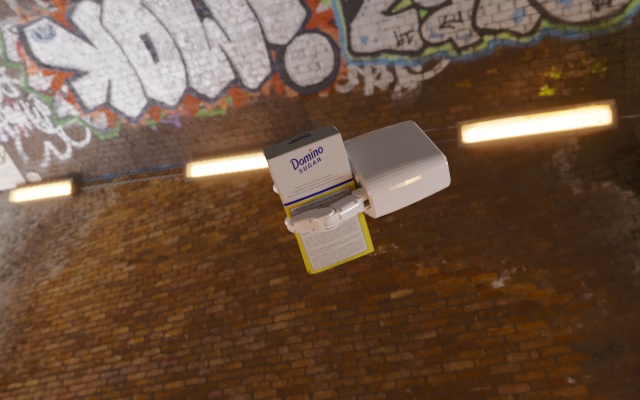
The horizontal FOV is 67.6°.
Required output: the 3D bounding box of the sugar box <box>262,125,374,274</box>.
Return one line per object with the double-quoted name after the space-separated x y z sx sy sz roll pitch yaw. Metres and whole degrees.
0.000 0.002 0.600 0.093 0.176 0.048 -20 27 -5 "sugar box"
